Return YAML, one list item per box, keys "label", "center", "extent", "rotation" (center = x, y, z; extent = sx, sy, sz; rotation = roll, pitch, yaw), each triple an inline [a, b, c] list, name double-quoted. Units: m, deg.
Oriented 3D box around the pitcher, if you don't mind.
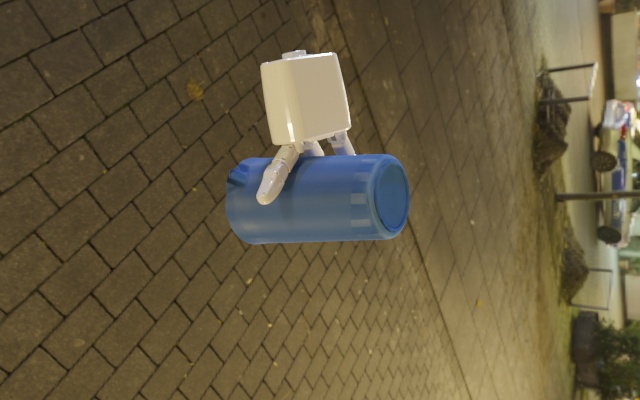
- label: "pitcher"
  center: [0.000, 0.002, 0.673]
  extent: [0.243, 0.145, 0.149]
  rotation: [-1, 17, 36]
